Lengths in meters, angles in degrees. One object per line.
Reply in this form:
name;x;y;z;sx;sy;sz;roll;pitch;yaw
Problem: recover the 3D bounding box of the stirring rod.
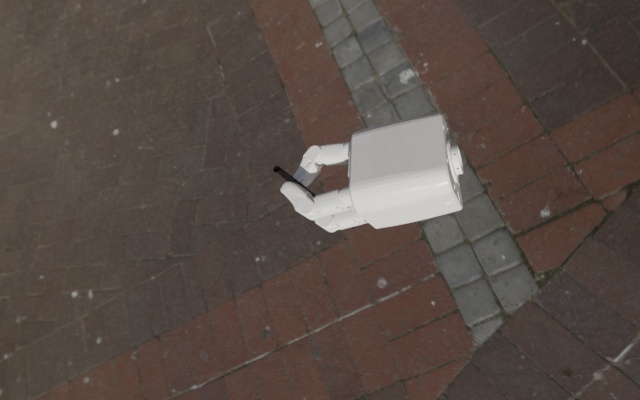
stirring rod;0.000;0.002;0.638;0.011;0.011;0.240;0;-18;26
